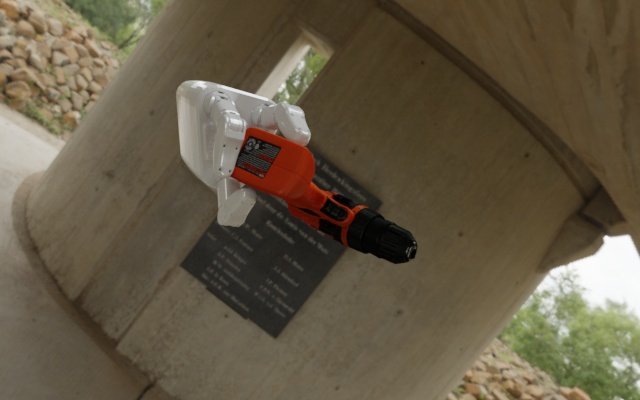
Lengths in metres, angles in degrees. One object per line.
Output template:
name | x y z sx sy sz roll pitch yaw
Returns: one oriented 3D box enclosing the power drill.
power drill | 0.000 0.001 0.515 0.184 0.057 0.188 22 -11 38
